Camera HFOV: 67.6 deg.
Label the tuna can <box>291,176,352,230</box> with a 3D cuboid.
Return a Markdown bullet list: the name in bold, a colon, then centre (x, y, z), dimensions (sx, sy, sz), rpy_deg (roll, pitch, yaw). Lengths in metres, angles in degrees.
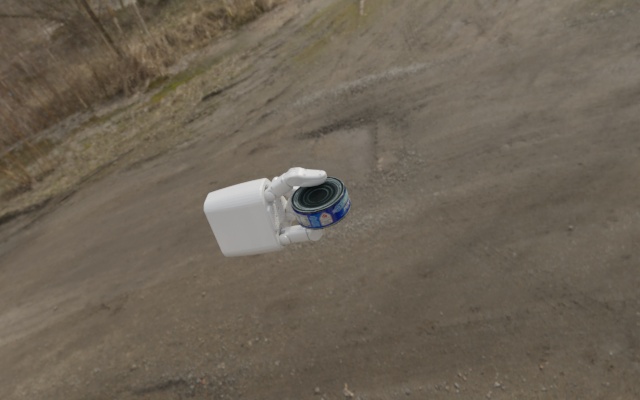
- **tuna can**: centre (0.000, 0.002, 0.704), dimensions (0.086, 0.034, 0.086), rpy_deg (-14, 36, 10)
